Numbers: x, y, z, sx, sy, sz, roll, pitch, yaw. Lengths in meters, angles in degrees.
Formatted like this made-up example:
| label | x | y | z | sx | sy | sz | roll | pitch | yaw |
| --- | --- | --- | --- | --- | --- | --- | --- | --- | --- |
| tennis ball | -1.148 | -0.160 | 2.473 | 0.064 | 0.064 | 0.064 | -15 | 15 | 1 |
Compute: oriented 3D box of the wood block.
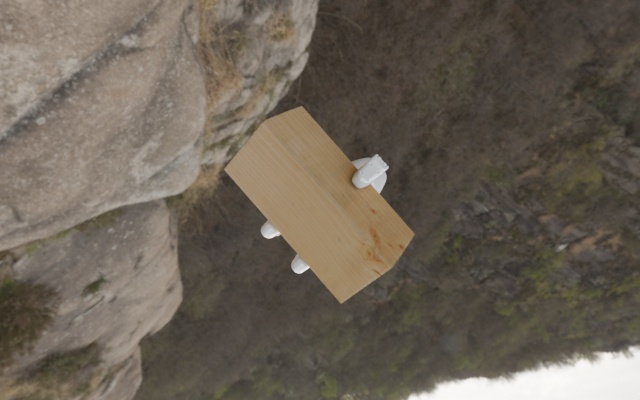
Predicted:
| label | x | y | z | sx | sy | sz | roll | pitch | yaw |
| --- | --- | --- | --- | --- | --- | --- | --- | --- | --- |
| wood block | 0.001 | 0.002 | 0.560 | 0.091 | 0.206 | 0.090 | -43 | -3 | 34 |
